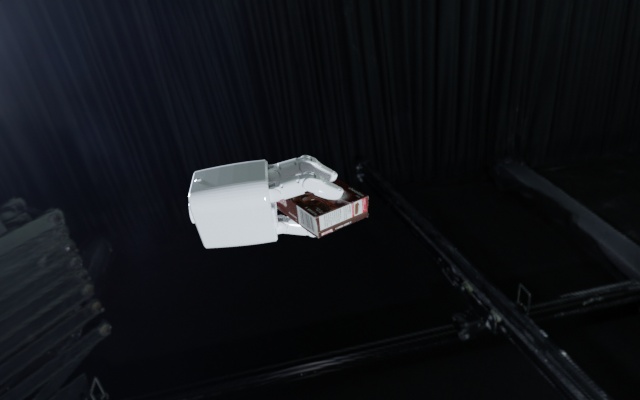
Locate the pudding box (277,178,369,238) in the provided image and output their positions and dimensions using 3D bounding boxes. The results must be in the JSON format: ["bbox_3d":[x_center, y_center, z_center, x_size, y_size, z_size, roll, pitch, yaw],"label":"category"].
[{"bbox_3d":[0.000,0.002,0.683,0.090,0.039,0.113,-22,35,-27],"label":"pudding box"}]
